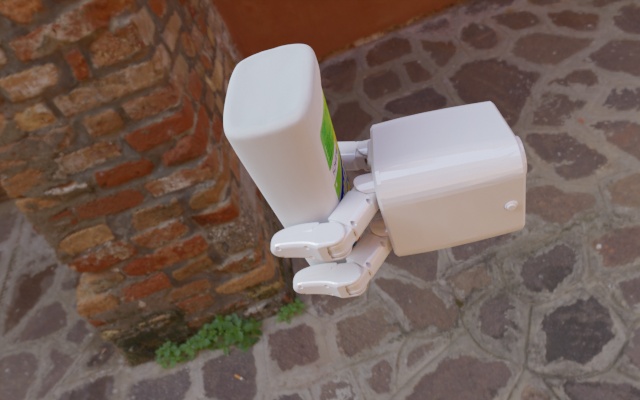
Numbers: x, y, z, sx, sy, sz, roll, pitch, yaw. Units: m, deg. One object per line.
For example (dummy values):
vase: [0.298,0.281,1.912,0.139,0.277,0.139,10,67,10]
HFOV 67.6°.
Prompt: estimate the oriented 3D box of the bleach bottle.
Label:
bleach bottle: [0.000,0.001,0.415,0.068,0.102,0.251,-11,-43,13]
